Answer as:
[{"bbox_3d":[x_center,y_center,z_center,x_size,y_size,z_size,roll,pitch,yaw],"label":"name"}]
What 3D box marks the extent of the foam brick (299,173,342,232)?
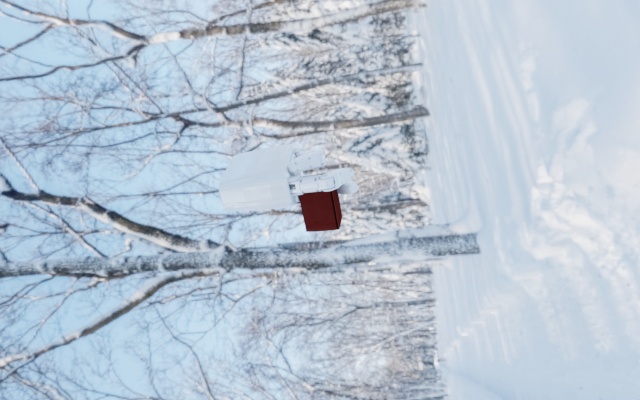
[{"bbox_3d":[0.000,0.003,0.727,0.051,0.078,0.053,-8,16,11],"label":"foam brick"}]
